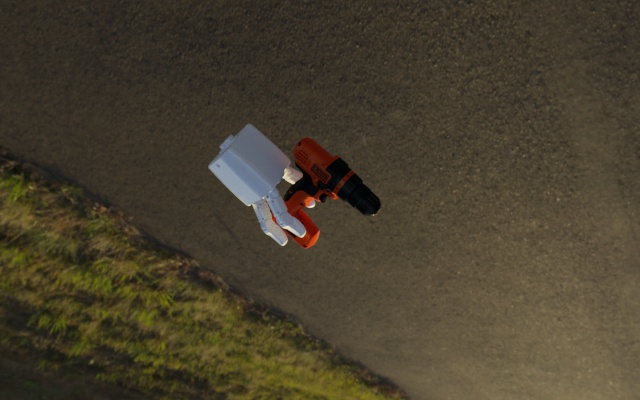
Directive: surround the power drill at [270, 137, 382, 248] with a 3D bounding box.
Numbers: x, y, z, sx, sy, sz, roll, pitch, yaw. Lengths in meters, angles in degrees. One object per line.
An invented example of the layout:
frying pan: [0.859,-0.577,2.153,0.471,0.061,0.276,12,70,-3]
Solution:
power drill: [0.000,0.003,0.868,0.057,0.184,0.188,-38,-13,-51]
